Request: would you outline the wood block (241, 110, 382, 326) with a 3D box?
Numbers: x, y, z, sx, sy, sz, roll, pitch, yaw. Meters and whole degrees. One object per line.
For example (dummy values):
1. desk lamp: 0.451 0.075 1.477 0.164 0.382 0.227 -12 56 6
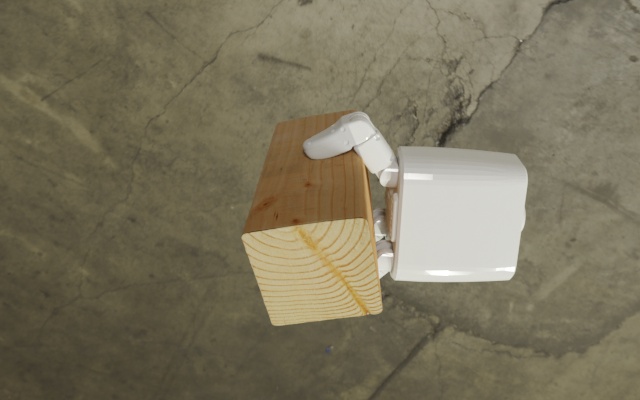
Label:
1. wood block: 0.000 0.001 0.432 0.090 0.091 0.206 -8 30 7
